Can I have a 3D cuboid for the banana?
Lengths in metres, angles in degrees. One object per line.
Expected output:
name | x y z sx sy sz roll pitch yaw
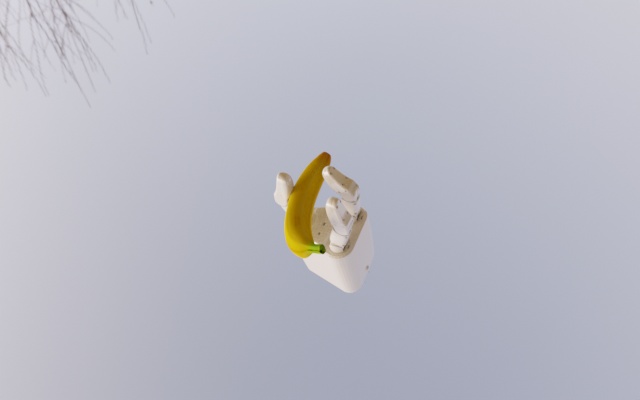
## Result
banana | -0.017 0.010 0.653 0.069 0.197 0.037 -19 -50 20
